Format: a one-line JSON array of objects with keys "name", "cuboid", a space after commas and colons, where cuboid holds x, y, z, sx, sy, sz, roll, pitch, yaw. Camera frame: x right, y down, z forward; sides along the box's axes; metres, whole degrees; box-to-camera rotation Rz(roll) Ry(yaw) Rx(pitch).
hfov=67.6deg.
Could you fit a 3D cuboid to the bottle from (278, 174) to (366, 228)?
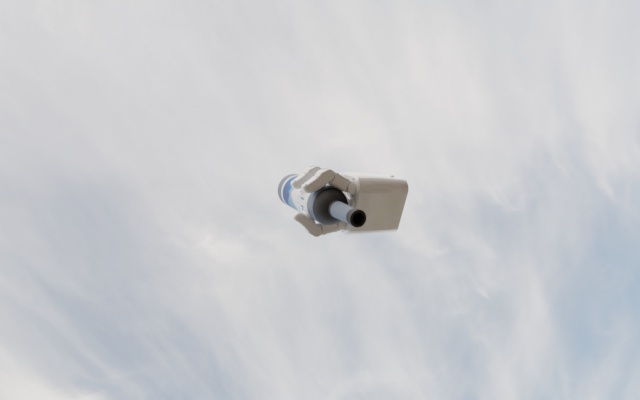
[{"name": "bottle", "cuboid": [0.000, 0.003, 0.845, 0.069, 0.069, 0.295, 0, 10, -23]}]
